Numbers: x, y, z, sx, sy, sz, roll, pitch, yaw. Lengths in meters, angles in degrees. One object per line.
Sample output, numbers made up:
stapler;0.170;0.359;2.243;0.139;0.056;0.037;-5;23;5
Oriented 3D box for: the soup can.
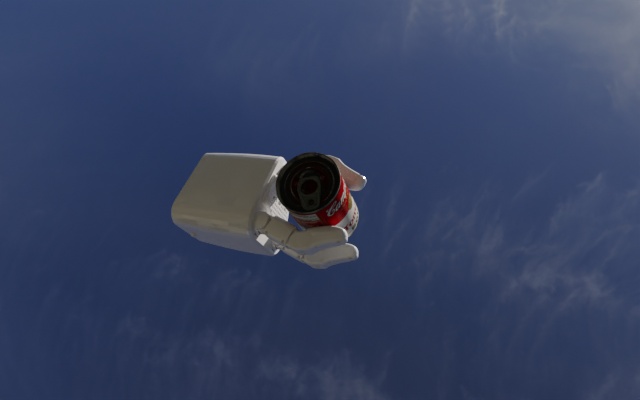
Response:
soup can;0.001;0.002;0.520;0.068;0.068;0.102;0;-24;16
